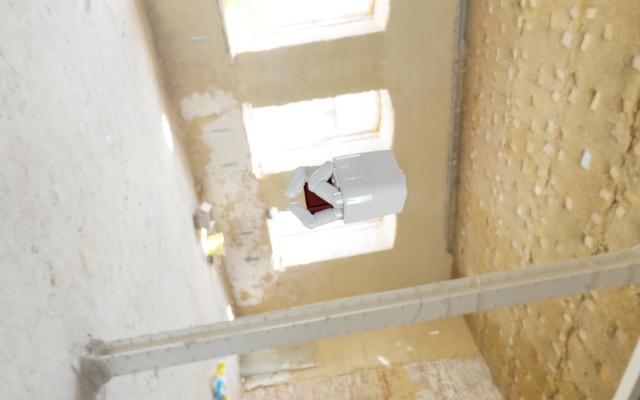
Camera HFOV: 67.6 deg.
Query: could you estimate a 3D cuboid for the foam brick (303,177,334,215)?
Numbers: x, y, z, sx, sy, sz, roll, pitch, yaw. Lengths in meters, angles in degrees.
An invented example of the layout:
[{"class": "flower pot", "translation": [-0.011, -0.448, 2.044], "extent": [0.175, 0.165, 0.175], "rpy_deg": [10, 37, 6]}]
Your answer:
[{"class": "foam brick", "translation": [0.000, 0.003, 0.851], "extent": [0.051, 0.053, 0.078], "rpy_deg": [-11, -25, -4]}]
